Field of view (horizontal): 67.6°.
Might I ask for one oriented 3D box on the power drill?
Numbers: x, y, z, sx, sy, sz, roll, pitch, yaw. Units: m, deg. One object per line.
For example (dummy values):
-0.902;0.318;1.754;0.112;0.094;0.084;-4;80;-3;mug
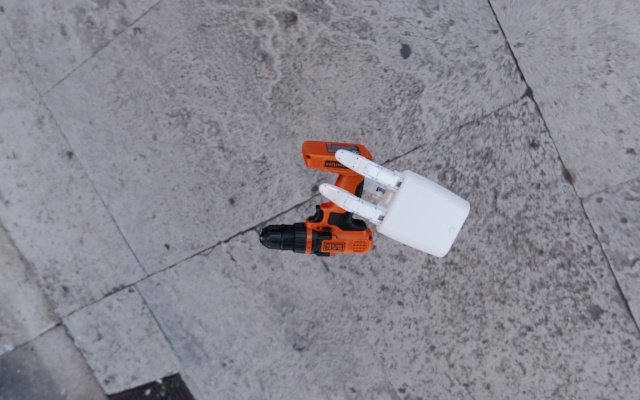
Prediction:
0.000;0.002;0.742;0.184;0.188;0.057;2;31;-9;power drill
